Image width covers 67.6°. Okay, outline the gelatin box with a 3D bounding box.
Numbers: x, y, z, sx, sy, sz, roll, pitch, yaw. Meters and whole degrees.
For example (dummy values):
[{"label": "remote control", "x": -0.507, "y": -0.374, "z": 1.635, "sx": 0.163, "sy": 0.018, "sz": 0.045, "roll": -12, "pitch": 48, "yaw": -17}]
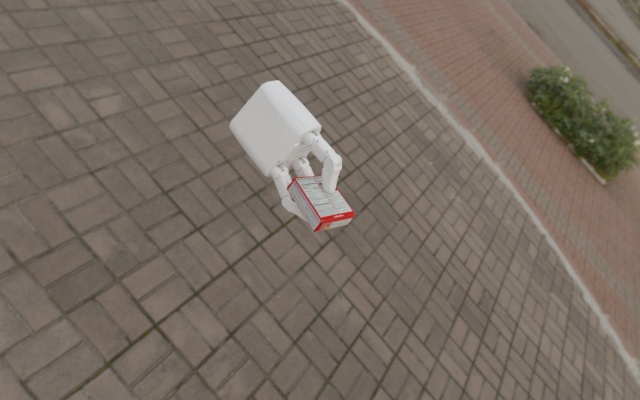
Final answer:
[{"label": "gelatin box", "x": 0.001, "y": 0.002, "z": 0.737, "sx": 0.073, "sy": 0.089, "sz": 0.030, "roll": -9, "pitch": -34, "yaw": -44}]
